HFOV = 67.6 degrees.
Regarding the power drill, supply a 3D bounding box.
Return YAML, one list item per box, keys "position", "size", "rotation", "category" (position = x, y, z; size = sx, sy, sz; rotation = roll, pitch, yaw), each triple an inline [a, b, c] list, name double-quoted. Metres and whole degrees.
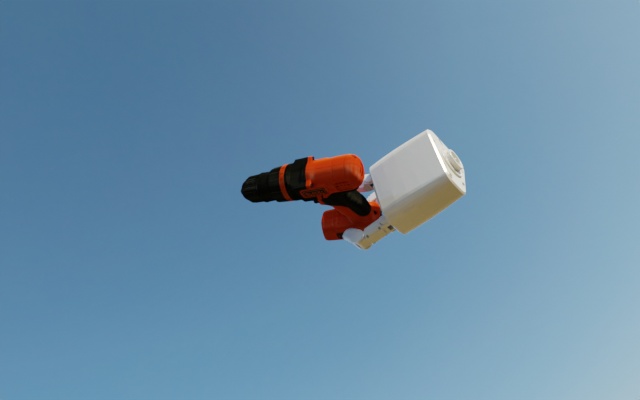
- position: [0.001, 0.002, 0.712]
  size: [0.184, 0.057, 0.188]
  rotation: [-8, -27, 25]
  category: "power drill"
